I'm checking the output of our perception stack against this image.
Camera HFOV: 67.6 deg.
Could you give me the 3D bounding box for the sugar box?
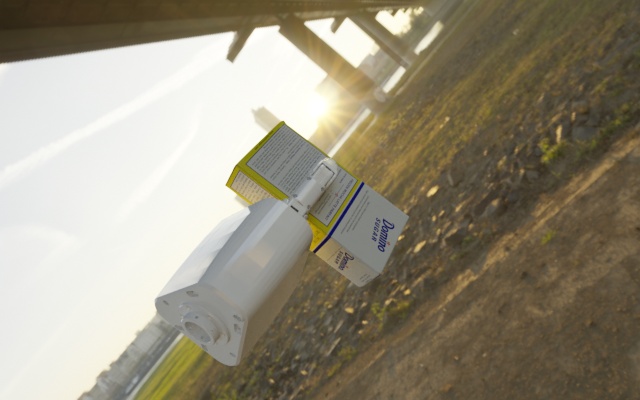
[{"bbox_3d":[0.000,0.002,0.499,0.048,0.176,0.093,-47,5,48],"label":"sugar box"}]
